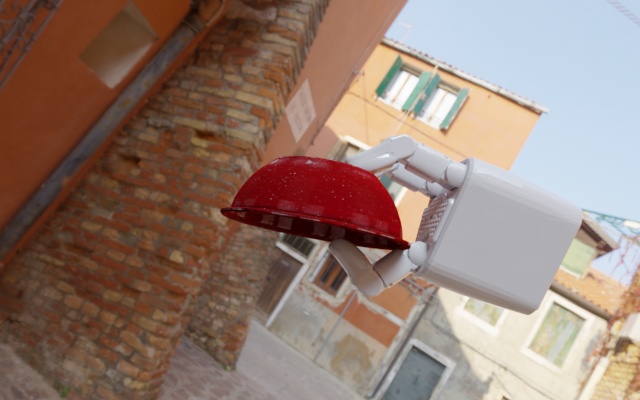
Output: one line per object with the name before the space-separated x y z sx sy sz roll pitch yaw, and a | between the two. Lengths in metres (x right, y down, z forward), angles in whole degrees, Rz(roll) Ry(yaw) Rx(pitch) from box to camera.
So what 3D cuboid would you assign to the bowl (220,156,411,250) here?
bowl | -0.001 0.001 0.407 0.162 0.055 0.162 10 -9 2
